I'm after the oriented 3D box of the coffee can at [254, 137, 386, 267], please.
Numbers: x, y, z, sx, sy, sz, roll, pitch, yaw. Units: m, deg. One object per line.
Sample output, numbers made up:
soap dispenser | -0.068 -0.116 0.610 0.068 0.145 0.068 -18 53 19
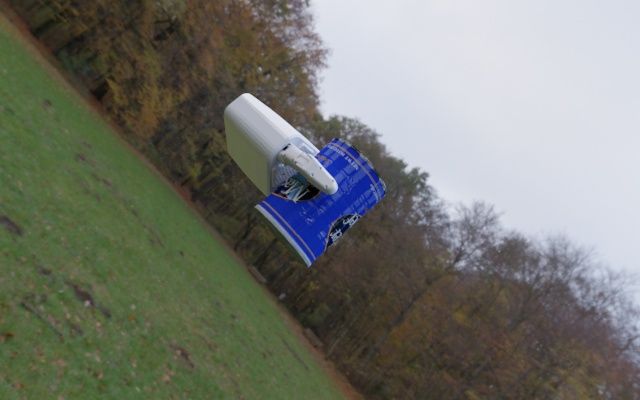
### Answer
coffee can | 0.000 0.002 0.620 0.140 0.103 0.103 -42 9 -10
